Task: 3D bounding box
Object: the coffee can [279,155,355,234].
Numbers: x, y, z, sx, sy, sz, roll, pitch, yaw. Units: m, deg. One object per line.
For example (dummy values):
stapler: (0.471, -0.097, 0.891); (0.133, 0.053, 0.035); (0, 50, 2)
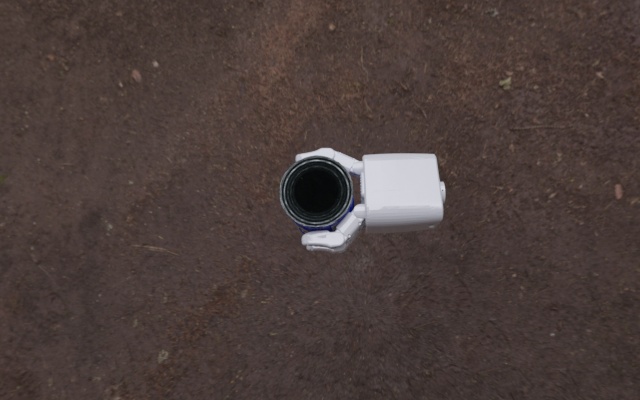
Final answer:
coffee can: (0.000, 0.002, 0.720); (0.103, 0.102, 0.140); (0, -13, 5)
